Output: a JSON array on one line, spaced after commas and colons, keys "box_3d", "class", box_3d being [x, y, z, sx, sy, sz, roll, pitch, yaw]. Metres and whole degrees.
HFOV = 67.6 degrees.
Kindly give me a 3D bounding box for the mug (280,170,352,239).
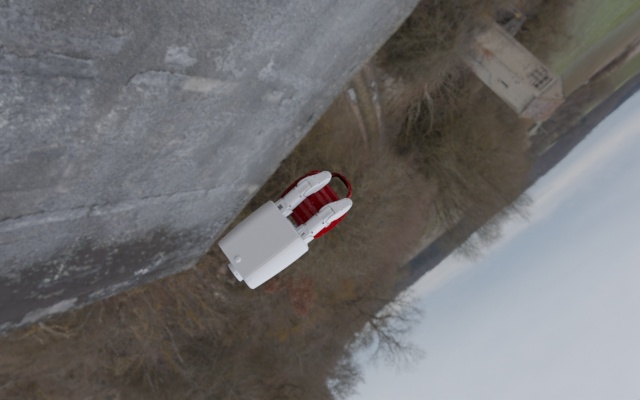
[{"box_3d": [0.001, 0.002, 0.795, 0.117, 0.081, 0.093, -37, -15, -7], "class": "mug"}]
